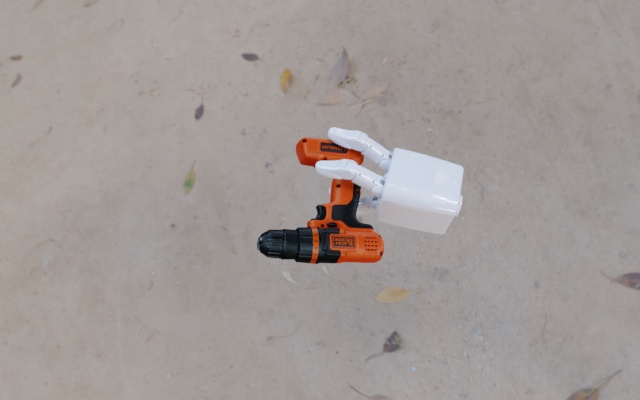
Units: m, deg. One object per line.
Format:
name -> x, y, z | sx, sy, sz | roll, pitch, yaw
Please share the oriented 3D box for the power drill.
power drill -> 0.000, 0.002, 0.710 | 0.184, 0.187, 0.057 | 4, -19, -15
